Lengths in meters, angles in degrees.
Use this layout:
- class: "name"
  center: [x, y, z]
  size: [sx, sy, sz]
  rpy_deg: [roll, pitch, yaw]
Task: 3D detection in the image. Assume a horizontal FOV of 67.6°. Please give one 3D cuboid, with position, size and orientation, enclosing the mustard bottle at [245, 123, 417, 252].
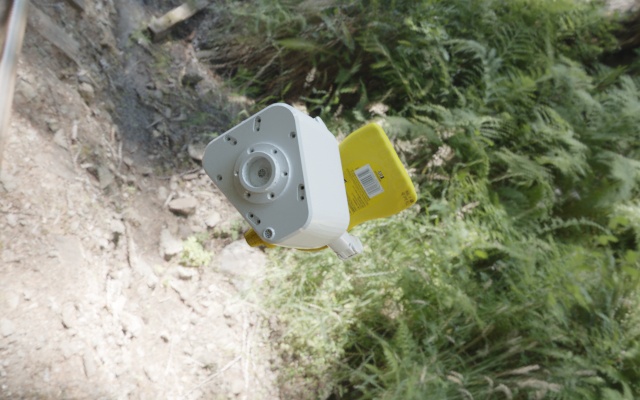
- class: "mustard bottle"
  center: [0.000, 0.002, 0.521]
  size: [0.191, 0.096, 0.058]
  rpy_deg: [-29, 12, 13]
